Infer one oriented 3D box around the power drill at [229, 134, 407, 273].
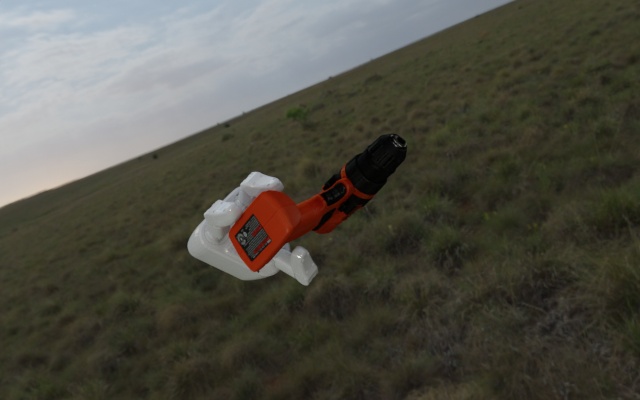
[{"bbox_3d":[0.000,0.002,0.545,0.187,0.057,0.184,-22,-19,-46],"label":"power drill"}]
